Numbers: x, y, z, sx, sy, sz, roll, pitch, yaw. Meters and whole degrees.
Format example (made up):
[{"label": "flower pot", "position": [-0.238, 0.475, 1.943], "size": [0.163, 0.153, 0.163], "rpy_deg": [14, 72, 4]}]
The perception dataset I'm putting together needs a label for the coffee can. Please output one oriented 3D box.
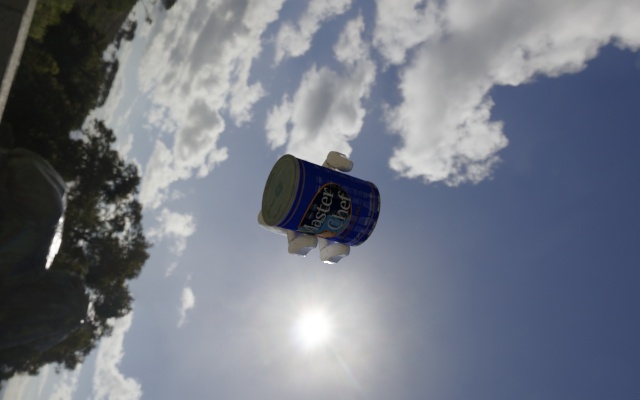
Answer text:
[{"label": "coffee can", "position": [0.000, 0.002, 0.689], "size": [0.140, 0.103, 0.103], "rpy_deg": [17, -8, -27]}]
